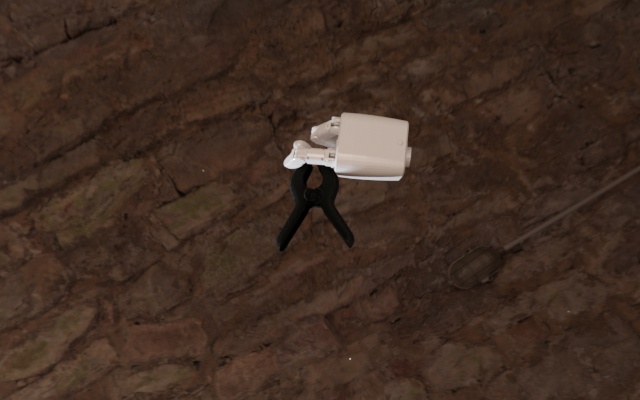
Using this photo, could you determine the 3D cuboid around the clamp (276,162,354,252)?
[{"bbox_3d":[0.000,0.003,0.753,0.120,0.171,0.039,6,-18,5],"label":"clamp"}]
